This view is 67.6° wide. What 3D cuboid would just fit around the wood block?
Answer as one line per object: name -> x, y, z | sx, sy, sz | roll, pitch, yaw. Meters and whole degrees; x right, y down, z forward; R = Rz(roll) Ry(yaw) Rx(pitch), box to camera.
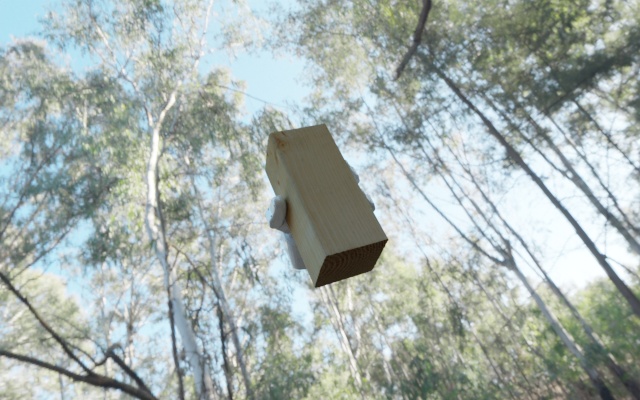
wood block -> 0.000, 0.002, 0.664 | 0.091, 0.206, 0.090 | -14, -32, -21
